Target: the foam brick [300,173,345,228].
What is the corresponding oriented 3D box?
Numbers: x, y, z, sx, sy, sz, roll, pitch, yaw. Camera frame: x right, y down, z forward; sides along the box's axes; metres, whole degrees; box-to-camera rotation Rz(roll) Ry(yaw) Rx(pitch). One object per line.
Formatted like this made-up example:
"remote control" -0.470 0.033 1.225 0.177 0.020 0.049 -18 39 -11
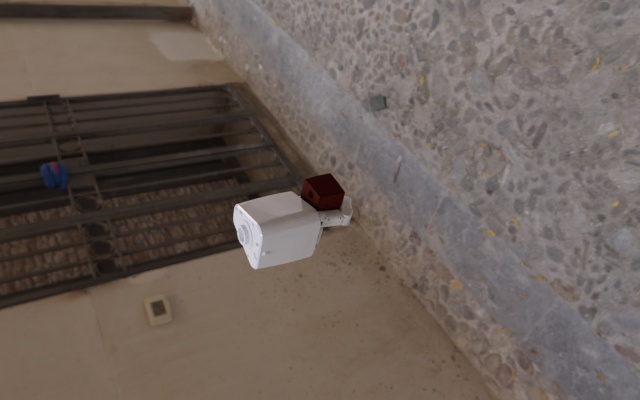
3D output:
"foam brick" 0.000 0.002 0.811 0.051 0.078 0.053 -12 46 -30
